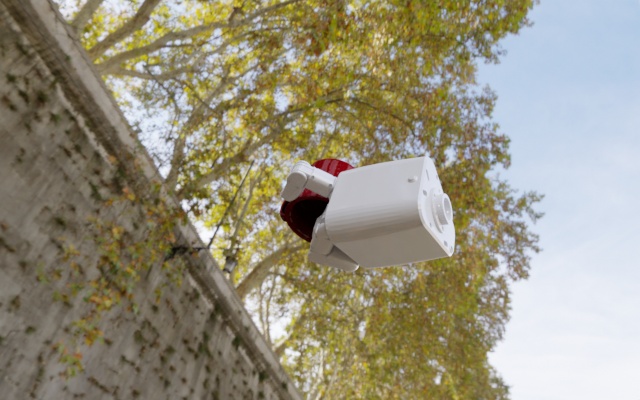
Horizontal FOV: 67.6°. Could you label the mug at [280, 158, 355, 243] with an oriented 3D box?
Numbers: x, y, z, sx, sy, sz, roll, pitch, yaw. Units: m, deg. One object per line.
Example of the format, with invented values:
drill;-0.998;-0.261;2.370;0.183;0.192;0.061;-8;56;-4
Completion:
mug;-0.001;0.002;0.625;0.117;0.081;0.093;-11;-50;30
